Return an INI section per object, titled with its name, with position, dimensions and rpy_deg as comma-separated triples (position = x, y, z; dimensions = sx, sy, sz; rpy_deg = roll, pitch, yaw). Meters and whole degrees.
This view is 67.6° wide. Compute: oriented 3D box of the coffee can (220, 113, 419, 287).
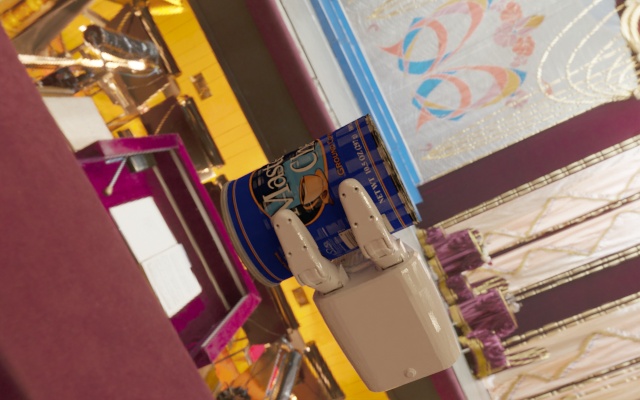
[coffee can]
position = 0.000, 0.001, 0.416
dimensions = 0.140, 0.103, 0.103
rpy_deg = -25, -5, 12
